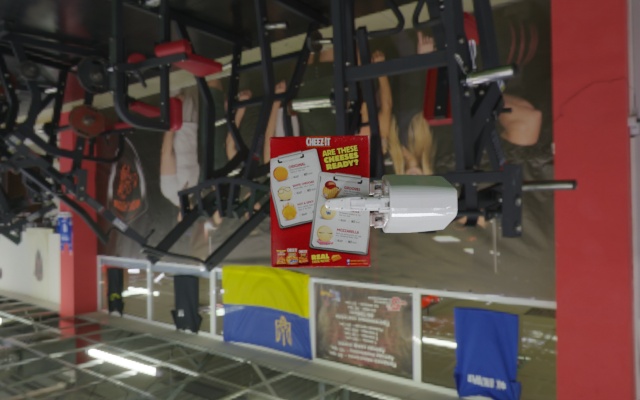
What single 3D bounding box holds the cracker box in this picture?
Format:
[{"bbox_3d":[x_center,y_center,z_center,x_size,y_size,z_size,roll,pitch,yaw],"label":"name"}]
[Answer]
[{"bbox_3d":[0.000,0.003,0.800,0.164,0.213,0.072,-1,-1,0],"label":"cracker box"}]
